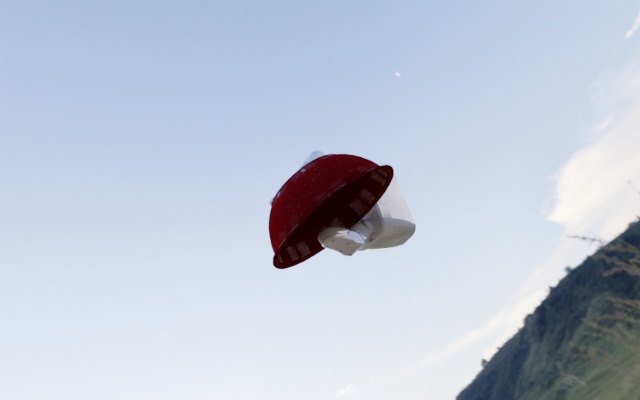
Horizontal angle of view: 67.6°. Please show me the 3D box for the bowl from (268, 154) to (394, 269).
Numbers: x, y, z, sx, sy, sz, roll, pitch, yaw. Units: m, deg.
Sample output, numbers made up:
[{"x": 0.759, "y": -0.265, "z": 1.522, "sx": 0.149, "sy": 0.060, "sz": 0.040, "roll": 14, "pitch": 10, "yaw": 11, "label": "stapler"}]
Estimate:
[{"x": -0.001, "y": 0.001, "z": 0.509, "sx": 0.162, "sy": 0.055, "sz": 0.162, "roll": -36, "pitch": -17, "yaw": -13, "label": "bowl"}]
